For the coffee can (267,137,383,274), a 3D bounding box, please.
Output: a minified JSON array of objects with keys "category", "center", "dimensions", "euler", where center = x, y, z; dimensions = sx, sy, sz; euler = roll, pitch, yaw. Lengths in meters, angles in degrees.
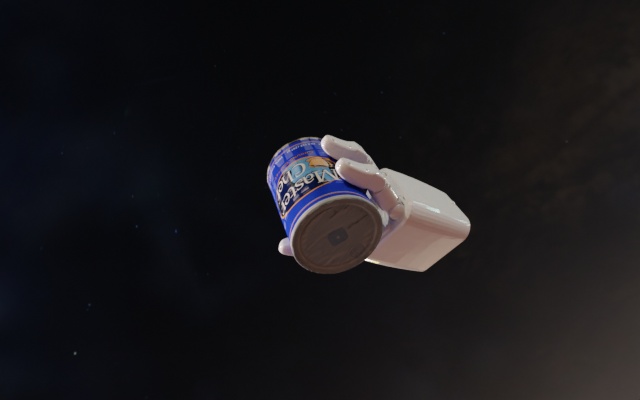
[{"category":"coffee can","center":[0.000,0.002,0.563],"dimensions":[0.103,0.103,0.140],"euler":[0,33,-19]}]
